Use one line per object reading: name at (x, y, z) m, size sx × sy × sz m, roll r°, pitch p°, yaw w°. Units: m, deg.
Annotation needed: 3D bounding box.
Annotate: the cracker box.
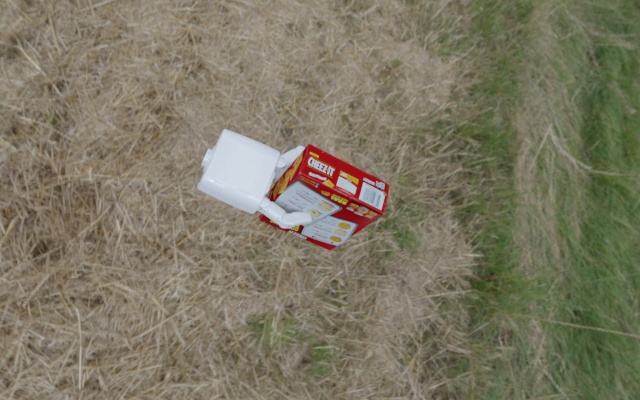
cracker box at (0.000, 0.003, 0.874) m, size 0.164 × 0.072 × 0.214 m, roll 25°, pitch -31°, yaw -15°
